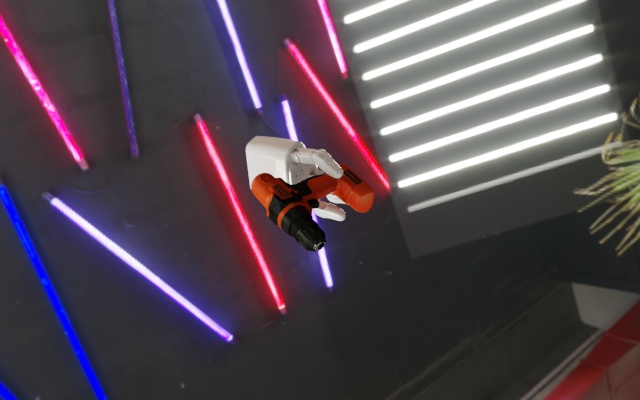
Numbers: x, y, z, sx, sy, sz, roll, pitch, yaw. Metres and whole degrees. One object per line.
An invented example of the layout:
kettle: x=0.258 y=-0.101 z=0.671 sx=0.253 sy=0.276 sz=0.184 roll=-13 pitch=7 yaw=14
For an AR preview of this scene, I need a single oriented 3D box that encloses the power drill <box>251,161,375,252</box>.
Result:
power drill: x=0.000 y=0.002 z=0.813 sx=0.187 sy=0.057 sz=0.184 roll=-14 pitch=46 yaw=-37
